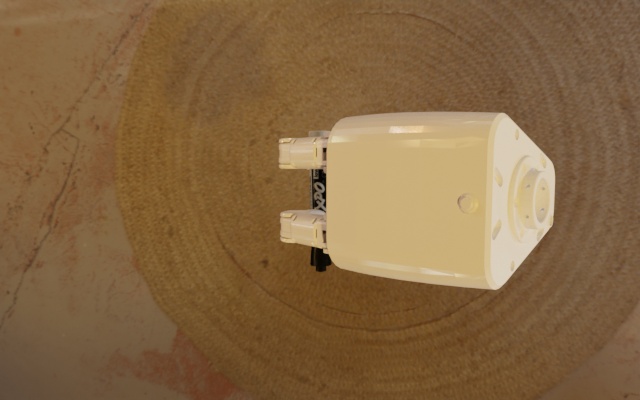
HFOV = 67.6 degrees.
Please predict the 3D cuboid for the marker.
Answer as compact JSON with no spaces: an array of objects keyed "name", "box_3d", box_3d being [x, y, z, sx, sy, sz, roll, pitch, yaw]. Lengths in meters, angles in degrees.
[{"name":"marker","box_3d":[0.000,0.001,0.410,0.020,0.121,0.020,-1,5,0]}]
